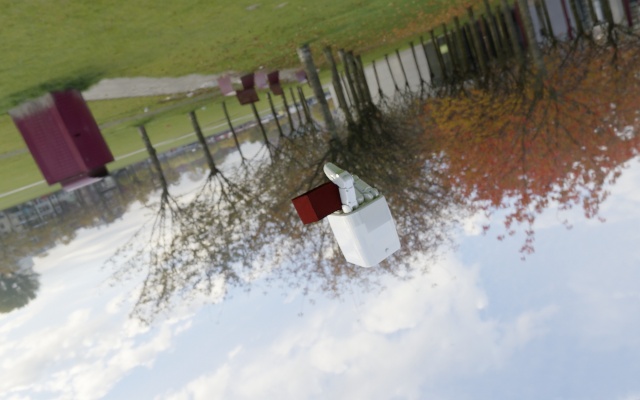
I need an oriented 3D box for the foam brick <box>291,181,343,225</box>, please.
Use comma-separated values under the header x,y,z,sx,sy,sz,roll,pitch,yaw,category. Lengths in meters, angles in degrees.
x,y,z,sx,sy,sz,roll,pitch,yaw,category
0.000,0.003,0.847,0.078,0.051,0.053,-27,7,-35,foam brick
